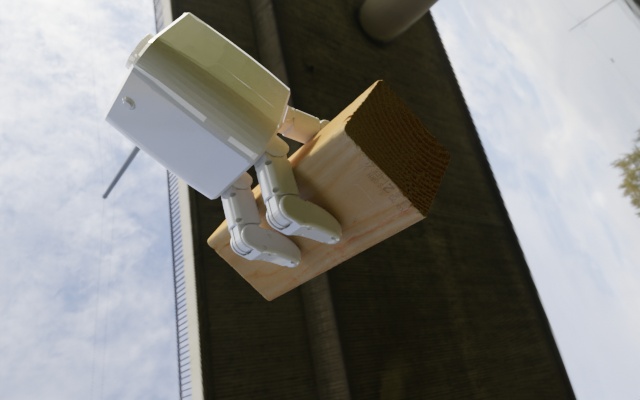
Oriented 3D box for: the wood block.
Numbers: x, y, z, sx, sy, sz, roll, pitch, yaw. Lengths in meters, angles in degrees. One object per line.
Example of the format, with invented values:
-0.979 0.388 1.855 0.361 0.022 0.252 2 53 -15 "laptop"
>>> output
0.000 0.001 0.426 0.206 0.090 0.090 -35 14 43 "wood block"
